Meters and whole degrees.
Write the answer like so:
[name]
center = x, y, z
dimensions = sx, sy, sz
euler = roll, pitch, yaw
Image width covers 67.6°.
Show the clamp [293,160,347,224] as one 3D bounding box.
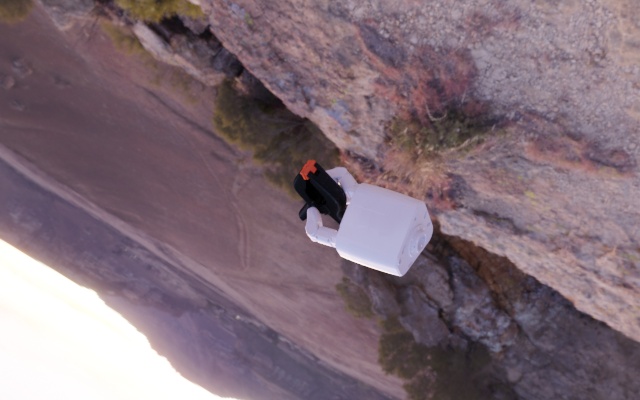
[clamp]
center = 0.000, 0.003, 0.803
dimensions = 0.164, 0.036, 0.210
euler = 17, -26, 34
